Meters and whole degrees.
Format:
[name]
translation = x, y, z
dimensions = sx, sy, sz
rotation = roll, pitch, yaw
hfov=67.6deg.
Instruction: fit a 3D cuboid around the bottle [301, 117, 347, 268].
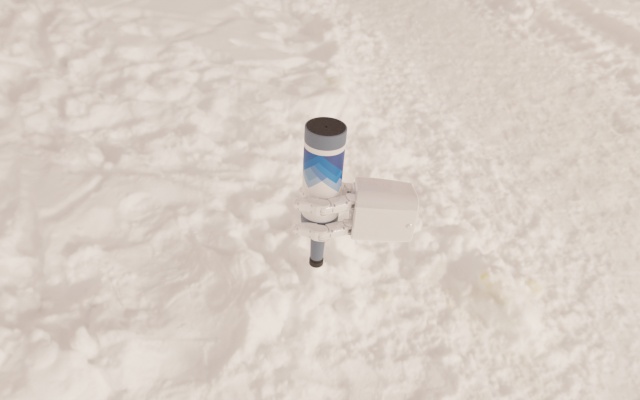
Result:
[bottle]
translation = 0.000, 0.002, 0.827
dimensions = 0.069, 0.296, 0.069
rotation = 3, 37, -2
